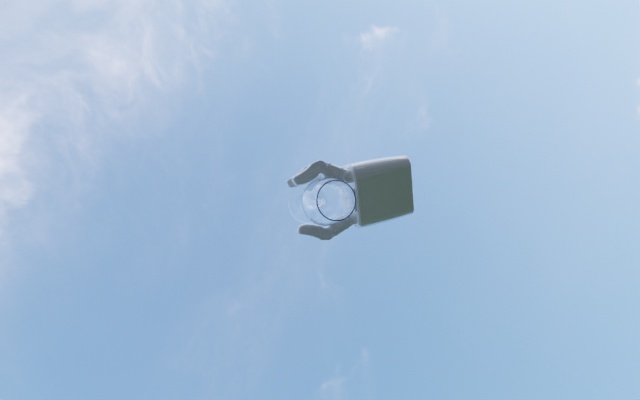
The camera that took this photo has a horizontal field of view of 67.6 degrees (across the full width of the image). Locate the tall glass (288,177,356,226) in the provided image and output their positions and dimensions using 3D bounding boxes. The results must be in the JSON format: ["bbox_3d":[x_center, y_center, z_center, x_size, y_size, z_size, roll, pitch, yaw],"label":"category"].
[{"bbox_3d":[0.000,0.003,0.801,0.079,0.079,0.201,0,-1,-14],"label":"tall glass"}]
